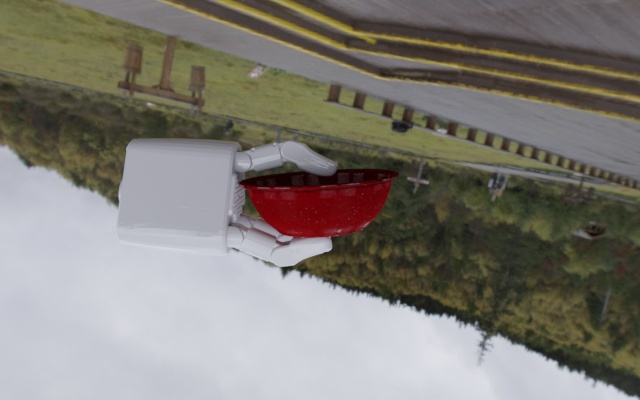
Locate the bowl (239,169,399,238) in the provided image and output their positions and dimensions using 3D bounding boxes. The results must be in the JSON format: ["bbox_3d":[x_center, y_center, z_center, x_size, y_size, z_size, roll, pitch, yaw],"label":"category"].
[{"bbox_3d":[0.001,0.002,0.489,0.162,0.055,0.162,-4,8,1],"label":"bowl"}]
